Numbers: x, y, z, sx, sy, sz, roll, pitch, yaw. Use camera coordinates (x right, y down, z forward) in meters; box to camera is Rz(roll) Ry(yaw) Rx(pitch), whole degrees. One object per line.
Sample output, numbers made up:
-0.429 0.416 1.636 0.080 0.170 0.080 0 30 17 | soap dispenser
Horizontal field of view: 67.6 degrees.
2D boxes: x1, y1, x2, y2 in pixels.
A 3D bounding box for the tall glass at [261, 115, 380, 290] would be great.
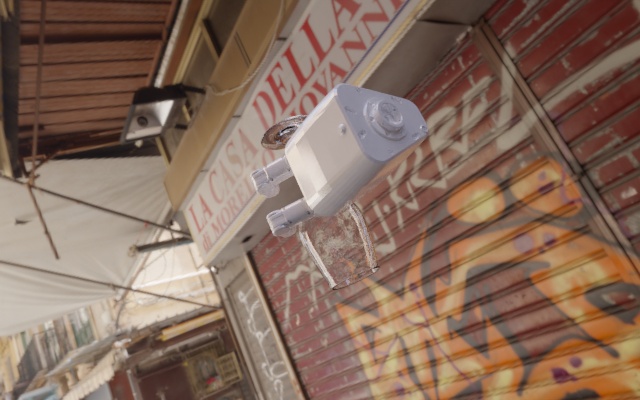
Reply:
0.000 0.001 0.566 0.079 0.201 0.079 -22 -17 -7 | tall glass
